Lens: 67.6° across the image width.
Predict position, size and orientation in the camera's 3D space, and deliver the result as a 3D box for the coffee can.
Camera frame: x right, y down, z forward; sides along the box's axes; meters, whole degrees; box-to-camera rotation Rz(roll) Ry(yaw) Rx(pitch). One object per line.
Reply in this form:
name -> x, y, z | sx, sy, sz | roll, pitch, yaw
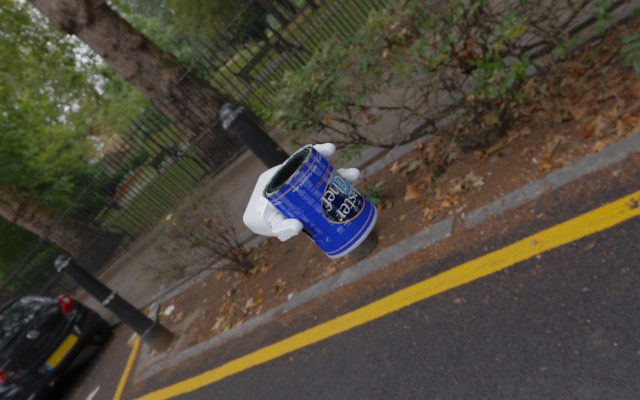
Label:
coffee can -> 0.000, 0.002, 0.700 | 0.140, 0.102, 0.103 | 44, -16, -18
